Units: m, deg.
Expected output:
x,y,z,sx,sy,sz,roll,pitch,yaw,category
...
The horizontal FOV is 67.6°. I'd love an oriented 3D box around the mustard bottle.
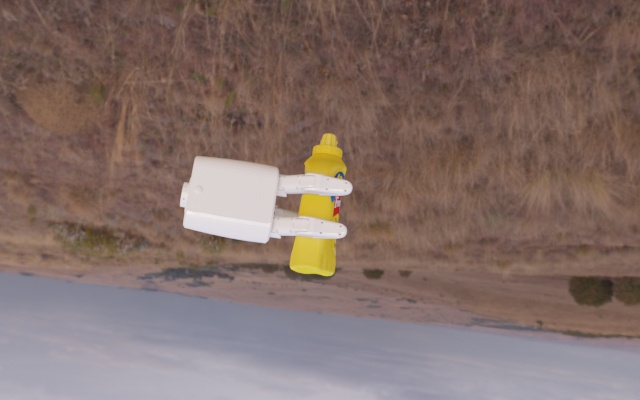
x,y,z,sx,sy,sz,roll,pitch,yaw,category
0.000,0.002,0.644,0.058,0.191,0.096,5,-12,11,mustard bottle
